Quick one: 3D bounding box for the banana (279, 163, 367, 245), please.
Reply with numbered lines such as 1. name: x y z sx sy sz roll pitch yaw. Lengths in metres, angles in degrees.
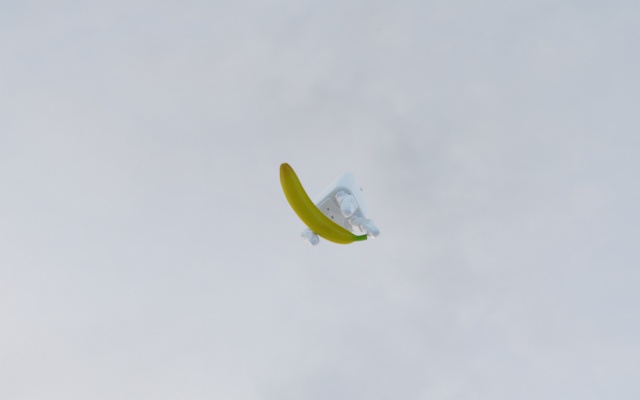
1. banana: -0.009 0.017 0.843 0.198 0.070 0.037 41 25 -7
